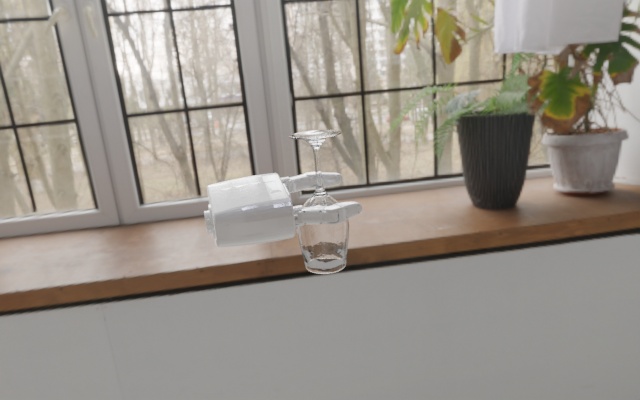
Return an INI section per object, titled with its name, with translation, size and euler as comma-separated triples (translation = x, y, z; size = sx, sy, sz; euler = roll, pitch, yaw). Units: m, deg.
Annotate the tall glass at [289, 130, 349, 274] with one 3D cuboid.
[tall glass]
translation = 0.000, 0.002, 0.694
size = 0.079, 0.201, 0.079
euler = -5, 15, 1
